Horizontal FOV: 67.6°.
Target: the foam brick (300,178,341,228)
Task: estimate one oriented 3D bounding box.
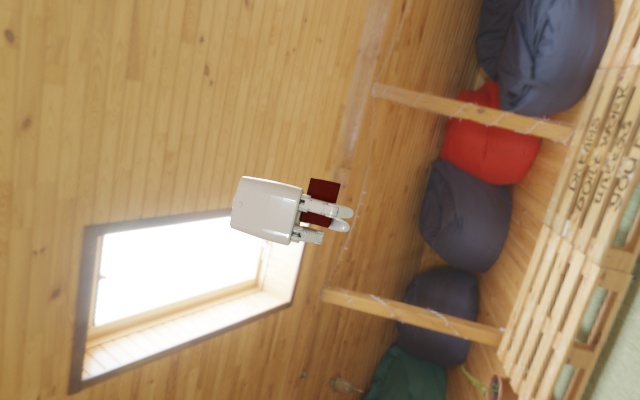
[{"bbox_3d":[0.000,0.002,0.821,0.051,0.078,0.053,15,4,4],"label":"foam brick"}]
